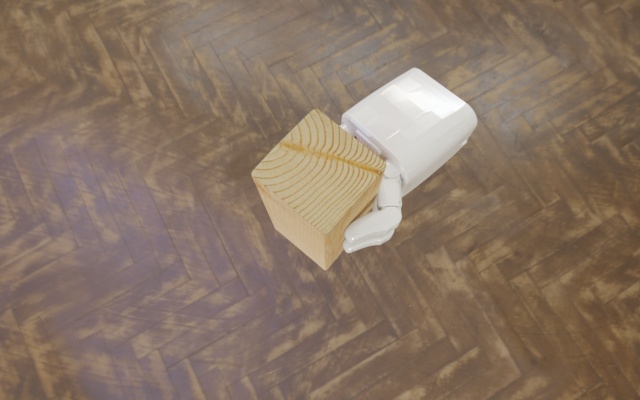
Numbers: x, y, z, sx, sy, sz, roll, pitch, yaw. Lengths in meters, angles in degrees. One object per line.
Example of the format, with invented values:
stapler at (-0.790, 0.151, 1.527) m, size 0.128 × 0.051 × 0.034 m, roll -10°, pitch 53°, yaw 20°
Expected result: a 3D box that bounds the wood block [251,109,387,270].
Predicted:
wood block at (0.000, 0.001, 0.524) m, size 0.091 × 0.090 × 0.206 m, roll 40°, pitch -12°, yaw 12°
